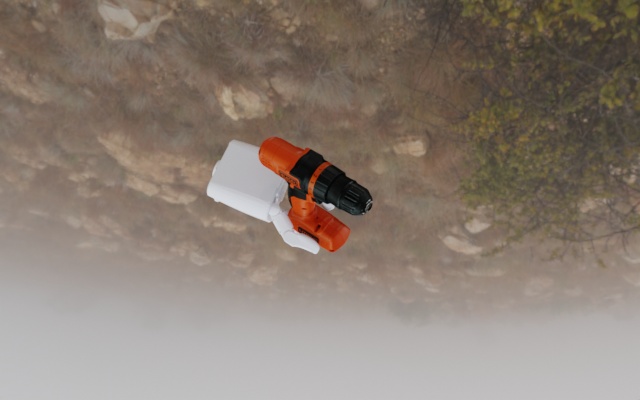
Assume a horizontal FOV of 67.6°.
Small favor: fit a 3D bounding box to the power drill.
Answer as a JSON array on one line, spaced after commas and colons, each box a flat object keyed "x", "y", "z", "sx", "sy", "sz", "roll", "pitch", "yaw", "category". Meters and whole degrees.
[{"x": 0.000, "y": 0.002, "z": 0.707, "sx": 0.184, "sy": 0.057, "sz": 0.188, "roll": 33, "pitch": -24, "yaw": 25, "category": "power drill"}]
